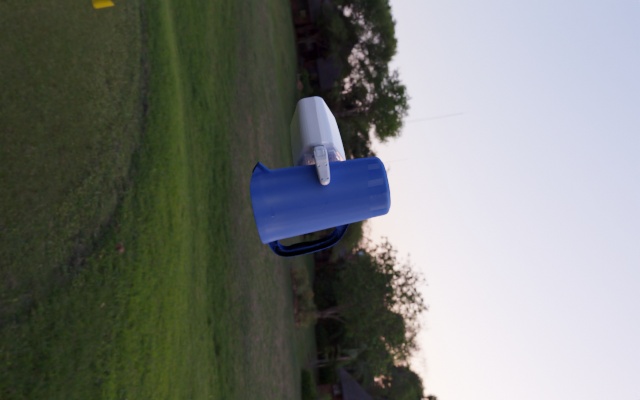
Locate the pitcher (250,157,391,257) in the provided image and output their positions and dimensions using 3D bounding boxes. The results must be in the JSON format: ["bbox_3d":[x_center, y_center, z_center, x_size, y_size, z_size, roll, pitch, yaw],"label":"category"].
[{"bbox_3d":[0.000,0.003,0.867,0.243,0.145,0.149,-10,-25,0],"label":"pitcher"}]
